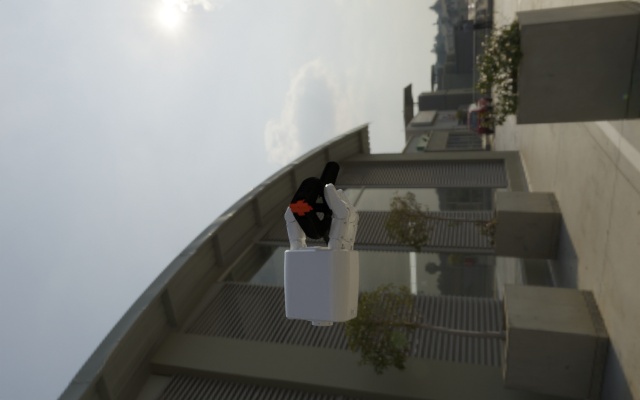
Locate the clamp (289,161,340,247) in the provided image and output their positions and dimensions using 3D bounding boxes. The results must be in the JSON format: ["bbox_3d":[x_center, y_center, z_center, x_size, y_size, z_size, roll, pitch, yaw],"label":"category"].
[{"bbox_3d":[-0.001,0.003,0.761,0.036,0.164,0.210,-5,-9,17],"label":"clamp"}]
